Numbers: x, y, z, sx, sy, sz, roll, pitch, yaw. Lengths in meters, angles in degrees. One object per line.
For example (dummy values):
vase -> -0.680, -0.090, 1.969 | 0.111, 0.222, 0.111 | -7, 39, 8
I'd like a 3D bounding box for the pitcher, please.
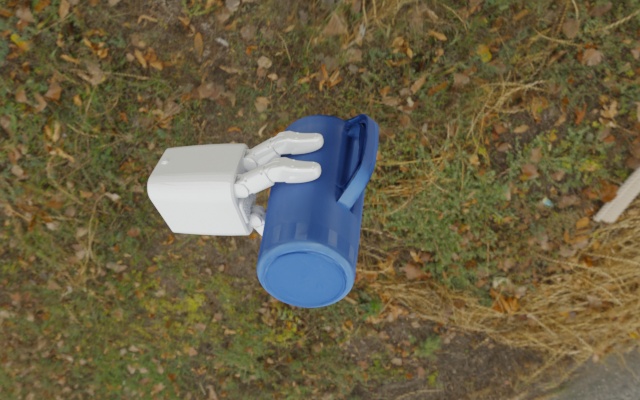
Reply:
pitcher -> 0.000, 0.002, 0.596 | 0.145, 0.149, 0.242 | 0, 41, 6
